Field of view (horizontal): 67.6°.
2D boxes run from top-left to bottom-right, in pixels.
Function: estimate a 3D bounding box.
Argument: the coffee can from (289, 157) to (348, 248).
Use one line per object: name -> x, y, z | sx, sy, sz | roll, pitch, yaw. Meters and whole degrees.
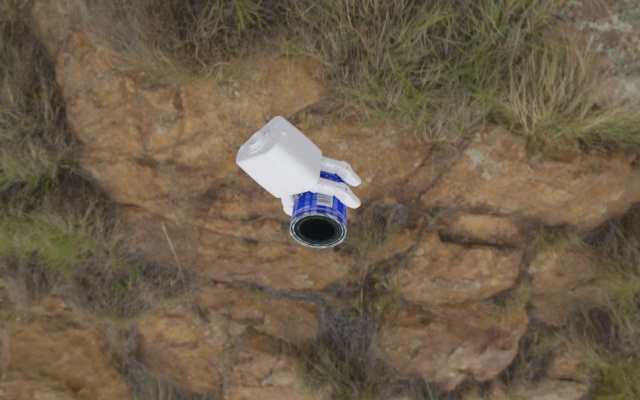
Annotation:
coffee can -> 0.000, 0.003, 0.893 | 0.103, 0.140, 0.103 | 3, -41, 3
